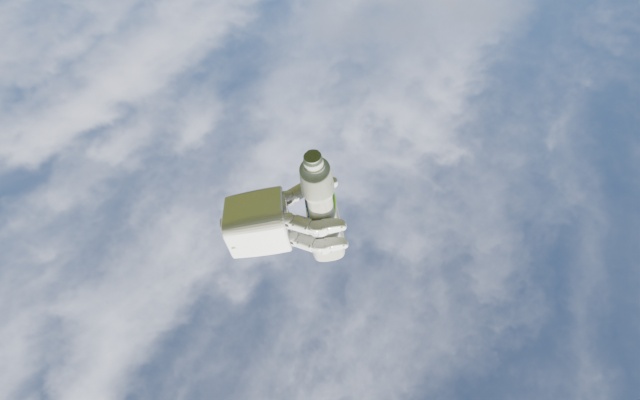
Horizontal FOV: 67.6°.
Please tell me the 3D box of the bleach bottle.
[{"bbox_3d":[0.000,0.003,0.827,0.068,0.102,0.251,-10,-38,0],"label":"bleach bottle"}]
